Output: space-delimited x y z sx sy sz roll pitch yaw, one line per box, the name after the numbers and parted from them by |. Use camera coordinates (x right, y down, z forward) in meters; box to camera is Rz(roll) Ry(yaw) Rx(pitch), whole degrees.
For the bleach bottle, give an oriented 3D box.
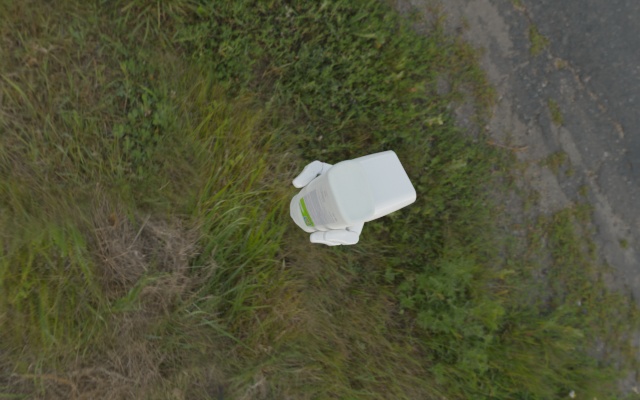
0.000 0.003 0.839 0.068 0.102 0.251 -20 2 -25 | bleach bottle
